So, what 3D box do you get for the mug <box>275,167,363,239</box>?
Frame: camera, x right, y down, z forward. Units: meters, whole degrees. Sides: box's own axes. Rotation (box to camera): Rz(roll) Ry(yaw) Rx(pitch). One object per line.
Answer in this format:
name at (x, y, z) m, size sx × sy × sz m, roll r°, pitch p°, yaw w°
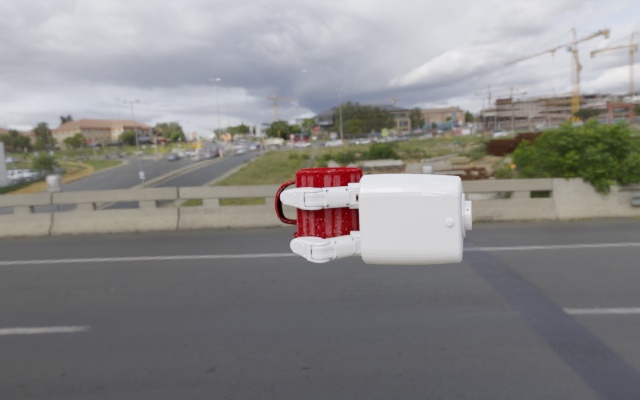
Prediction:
mug at (-0.001, 0.002, 0.584) m, size 0.117 × 0.081 × 0.093 m, roll 0°, pitch 7°, yaw 18°
